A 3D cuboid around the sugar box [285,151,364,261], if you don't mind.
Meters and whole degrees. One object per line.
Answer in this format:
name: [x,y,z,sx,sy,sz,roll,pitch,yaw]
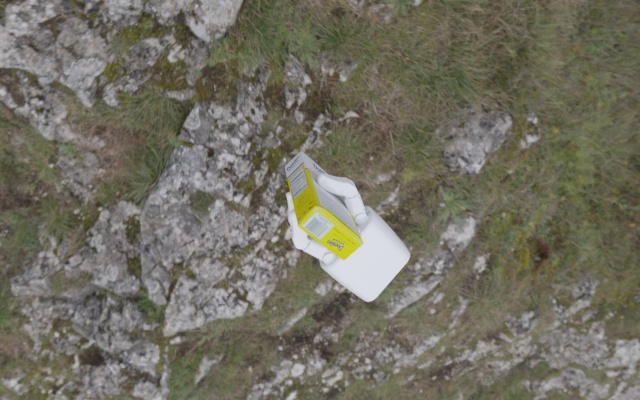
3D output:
sugar box: [0.000,0.003,0.704,0.093,0.048,0.176,40,14,-27]
